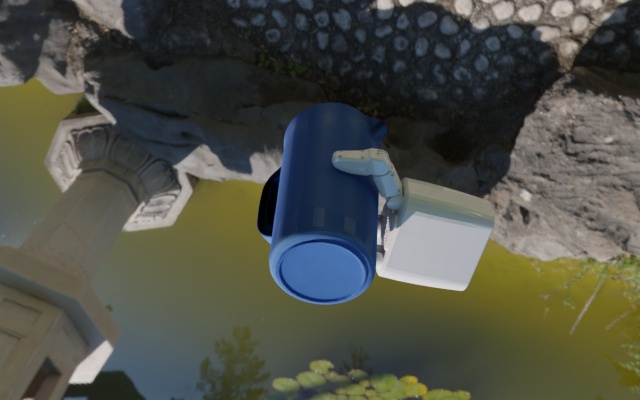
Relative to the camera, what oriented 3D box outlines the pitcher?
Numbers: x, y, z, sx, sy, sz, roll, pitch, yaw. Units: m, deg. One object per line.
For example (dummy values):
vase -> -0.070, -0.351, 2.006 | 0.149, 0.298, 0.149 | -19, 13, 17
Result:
pitcher -> 0.000, 0.002, 0.568 | 0.145, 0.149, 0.242 | 13, 38, -6
